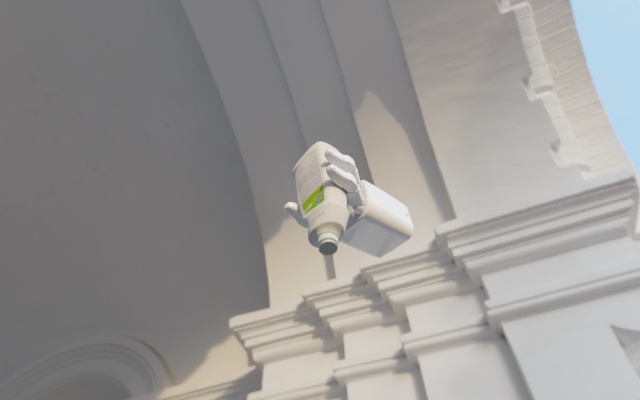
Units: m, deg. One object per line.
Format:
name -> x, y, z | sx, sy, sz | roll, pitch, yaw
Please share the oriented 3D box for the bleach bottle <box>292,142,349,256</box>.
bleach bottle -> 0.000, 0.003, 0.810 | 0.068, 0.103, 0.250 | 28, 30, -22
